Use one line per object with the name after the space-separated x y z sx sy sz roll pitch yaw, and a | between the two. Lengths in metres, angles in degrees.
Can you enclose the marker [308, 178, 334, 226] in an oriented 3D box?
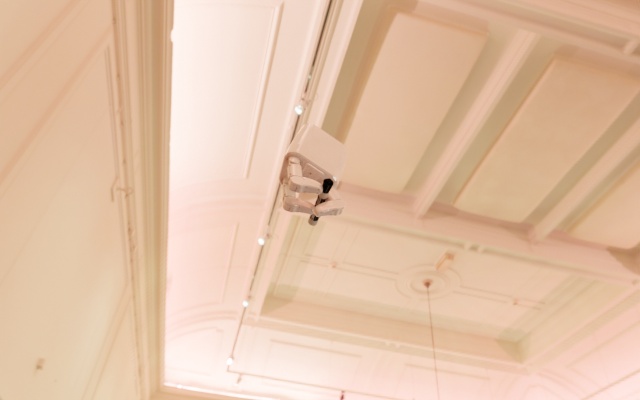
0.000 0.003 0.879 0.020 0.020 0.121 0 -40 -20 | marker
